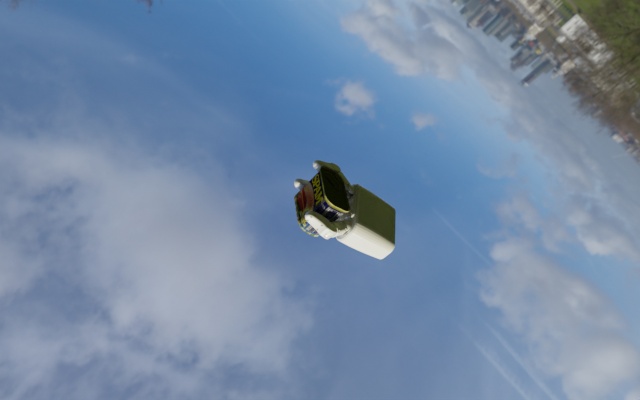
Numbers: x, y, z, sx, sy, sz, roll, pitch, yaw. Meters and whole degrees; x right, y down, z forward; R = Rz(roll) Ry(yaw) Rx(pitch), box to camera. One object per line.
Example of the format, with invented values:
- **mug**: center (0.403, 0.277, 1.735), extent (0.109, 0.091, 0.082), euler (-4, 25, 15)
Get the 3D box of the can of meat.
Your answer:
- **can of meat**: center (0.000, 0.003, 0.865), extent (0.057, 0.102, 0.084), euler (26, -55, -31)
